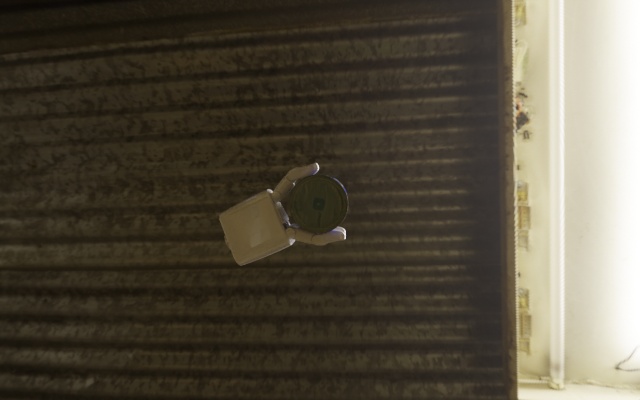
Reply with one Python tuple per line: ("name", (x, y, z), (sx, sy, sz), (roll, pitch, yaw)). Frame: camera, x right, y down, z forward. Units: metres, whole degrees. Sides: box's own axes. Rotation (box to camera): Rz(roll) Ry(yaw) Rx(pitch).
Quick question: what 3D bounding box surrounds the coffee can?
("coffee can", (0.000, 0.003, 0.891), (0.103, 0.103, 0.140), (0, 3, 3))
